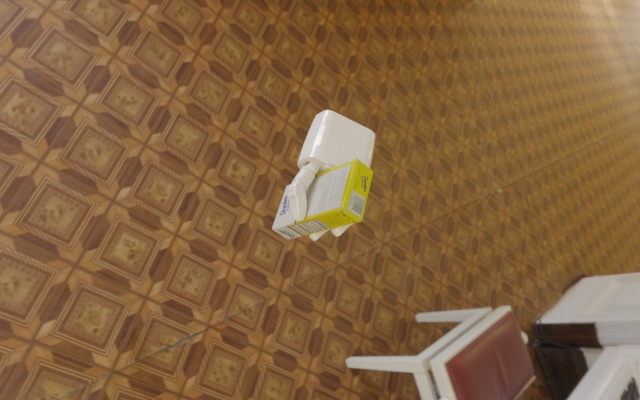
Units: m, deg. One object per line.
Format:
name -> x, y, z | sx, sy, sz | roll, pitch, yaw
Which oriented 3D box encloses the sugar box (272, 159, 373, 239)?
sugar box -> 0.001, 0.003, 0.770 | 0.048, 0.093, 0.176 | 33, -32, -28
